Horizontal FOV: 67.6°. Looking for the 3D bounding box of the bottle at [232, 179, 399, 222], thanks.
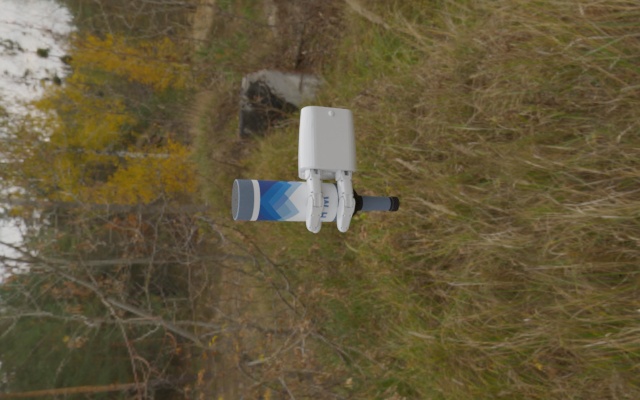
[{"bbox_3d":[0.000,0.003,0.822,0.296,0.069,0.069,2,-1,-20],"label":"bottle"}]
